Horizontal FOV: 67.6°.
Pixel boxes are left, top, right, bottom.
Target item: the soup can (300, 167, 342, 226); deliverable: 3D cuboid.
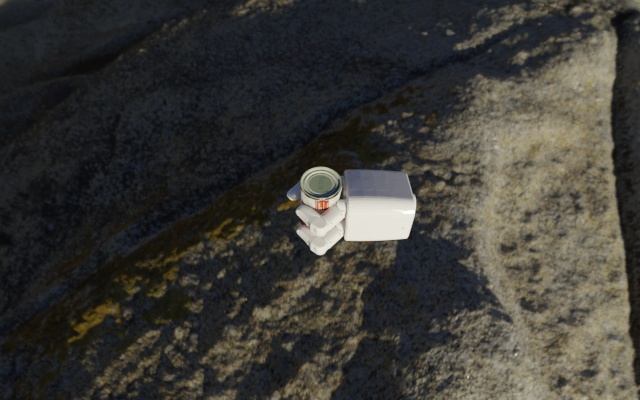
[{"bbox_3d":[0.000,0.002,0.775,0.068,0.068,0.102,0,-37,-1],"label":"soup can"}]
